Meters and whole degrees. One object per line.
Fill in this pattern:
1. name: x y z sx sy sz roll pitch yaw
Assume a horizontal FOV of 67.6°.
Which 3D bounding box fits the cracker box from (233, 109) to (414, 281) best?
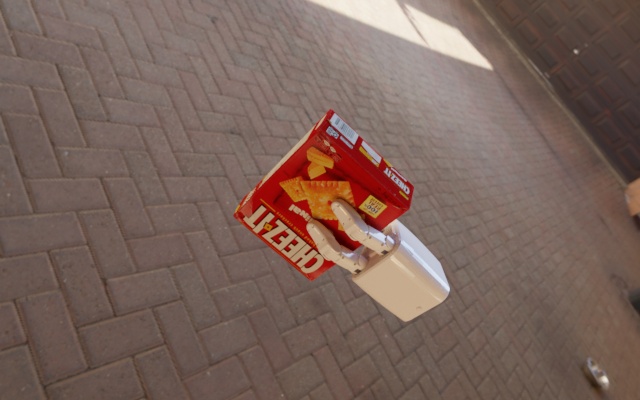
1. cracker box: 0.000 0.002 0.691 0.214 0.164 0.072 -41 13 33
